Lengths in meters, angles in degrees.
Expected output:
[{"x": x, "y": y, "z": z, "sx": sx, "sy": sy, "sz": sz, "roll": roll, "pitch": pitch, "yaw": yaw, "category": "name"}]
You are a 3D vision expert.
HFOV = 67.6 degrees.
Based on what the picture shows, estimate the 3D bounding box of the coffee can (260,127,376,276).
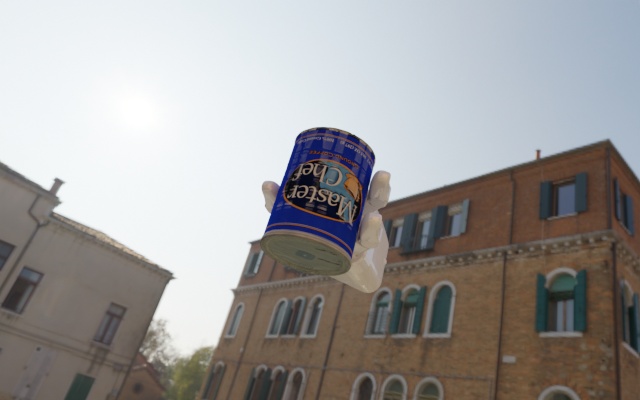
[{"x": 0.000, "y": 0.002, "z": 0.550, "sx": 0.103, "sy": 0.140, "sz": 0.103, "roll": 13, "pitch": -27, "yaw": 7, "category": "coffee can"}]
